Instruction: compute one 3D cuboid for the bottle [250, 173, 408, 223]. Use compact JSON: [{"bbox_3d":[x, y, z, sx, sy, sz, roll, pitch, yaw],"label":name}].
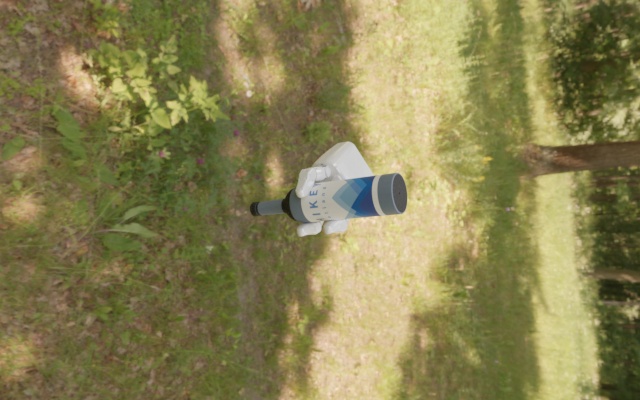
[{"bbox_3d":[0.000,0.003,0.830,0.296,0.069,0.069,-6,-3,31],"label":"bottle"}]
